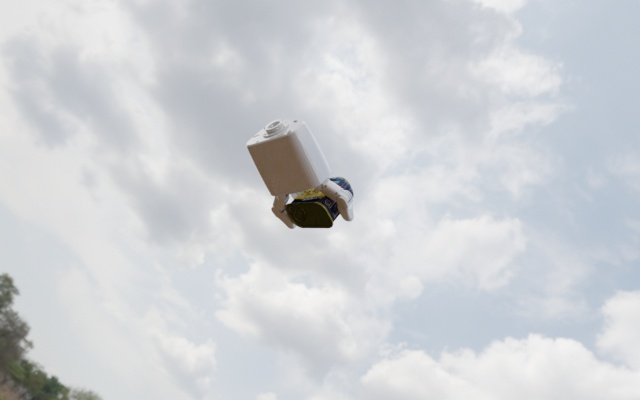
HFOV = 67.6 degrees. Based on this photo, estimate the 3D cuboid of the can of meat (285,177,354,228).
[{"bbox_3d":[0.000,0.003,0.874,0.102,0.057,0.084,-3,35,44],"label":"can of meat"}]
